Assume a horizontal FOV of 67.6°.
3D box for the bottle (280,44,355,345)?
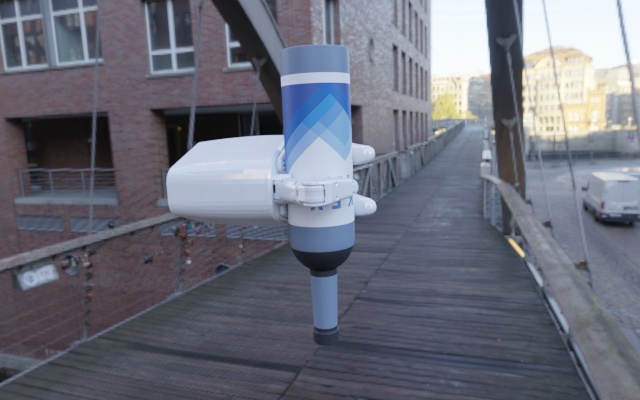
[{"bbox_3d":[0.000,0.001,0.480,0.069,0.296,0.069,-2,9,0],"label":"bottle"}]
